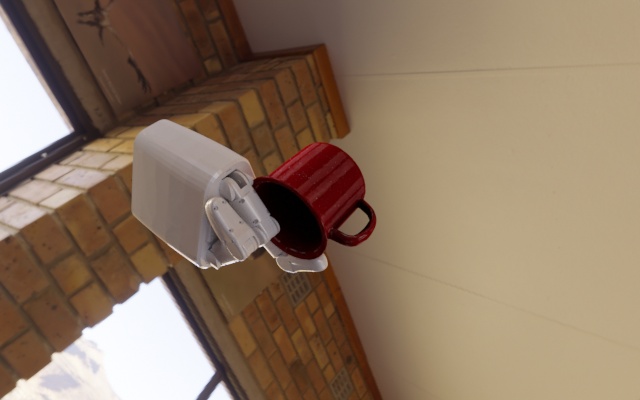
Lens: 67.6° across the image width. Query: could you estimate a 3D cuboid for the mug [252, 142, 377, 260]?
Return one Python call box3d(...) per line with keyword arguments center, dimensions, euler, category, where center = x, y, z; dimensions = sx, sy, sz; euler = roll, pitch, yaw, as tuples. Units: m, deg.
box3d(center=(0.001, 0.002, 0.457), dimensions=(0.117, 0.093, 0.081), euler=(28, 49, 22), category="mug")
